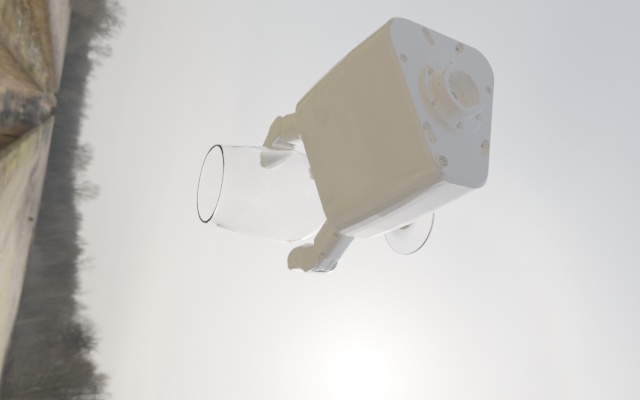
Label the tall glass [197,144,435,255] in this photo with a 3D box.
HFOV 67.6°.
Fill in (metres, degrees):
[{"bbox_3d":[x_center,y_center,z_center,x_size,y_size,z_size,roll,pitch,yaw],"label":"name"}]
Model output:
[{"bbox_3d":[0.001,0.002,0.415,0.201,0.079,0.079,9,-5,-30],"label":"tall glass"}]
